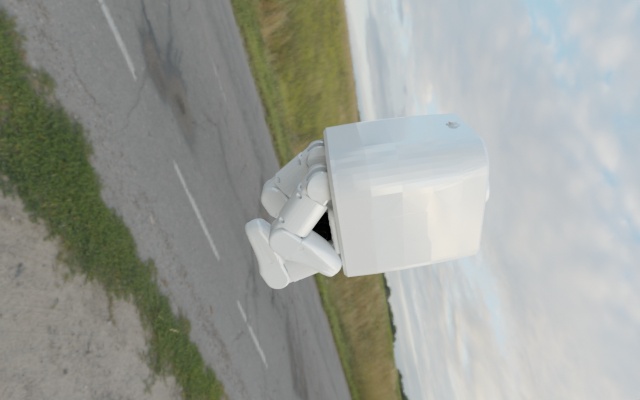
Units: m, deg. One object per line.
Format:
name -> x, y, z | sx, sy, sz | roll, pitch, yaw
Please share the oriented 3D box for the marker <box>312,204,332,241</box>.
marker -> 0.000, 0.001, 0.421 | 0.020, 0.020, 0.121 | 0, 26, -2
